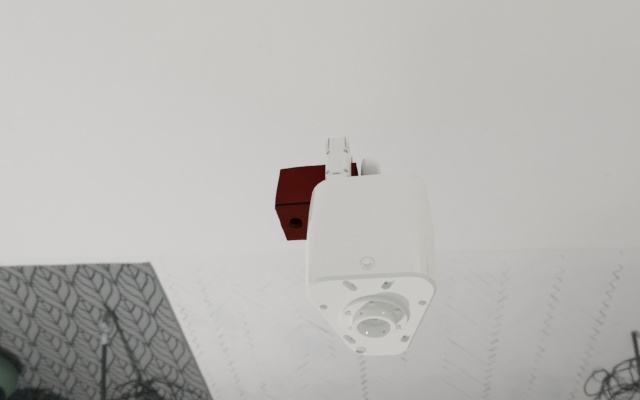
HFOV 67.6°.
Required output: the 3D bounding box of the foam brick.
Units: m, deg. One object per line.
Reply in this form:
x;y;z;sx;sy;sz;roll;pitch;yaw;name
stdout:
0.000;0.002;0.459;0.078;0.051;0.053;-4;-43;10;foam brick
